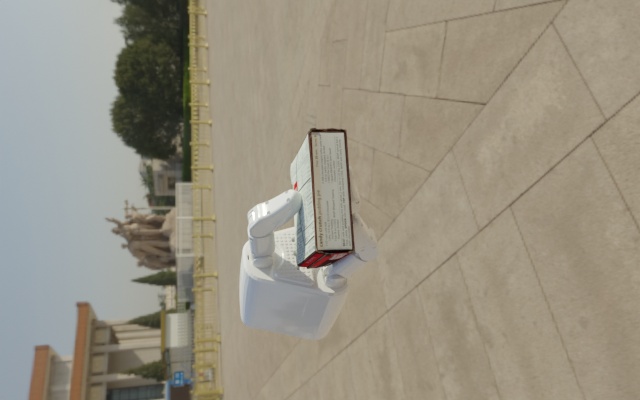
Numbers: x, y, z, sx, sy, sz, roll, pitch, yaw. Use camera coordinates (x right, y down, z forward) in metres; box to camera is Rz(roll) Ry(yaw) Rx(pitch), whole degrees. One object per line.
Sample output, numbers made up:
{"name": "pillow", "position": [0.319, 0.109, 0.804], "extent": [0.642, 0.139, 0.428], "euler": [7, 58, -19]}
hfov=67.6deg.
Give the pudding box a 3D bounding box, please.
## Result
{"name": "pudding box", "position": [0.000, 0.001, 0.444], "extent": [0.039, 0.113, 0.090], "euler": [-1, -15, -15]}
